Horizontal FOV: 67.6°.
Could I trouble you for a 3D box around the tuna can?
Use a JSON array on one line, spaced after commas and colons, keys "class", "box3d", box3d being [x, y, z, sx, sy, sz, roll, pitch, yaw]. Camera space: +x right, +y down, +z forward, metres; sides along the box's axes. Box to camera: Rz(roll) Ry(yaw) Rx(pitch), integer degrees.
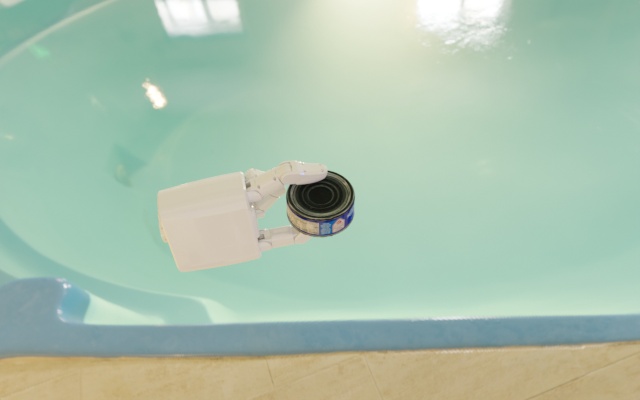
[{"class": "tuna can", "box3d": [0.000, 0.002, 0.589, 0.086, 0.086, 0.034, 0, -42, 0]}]
